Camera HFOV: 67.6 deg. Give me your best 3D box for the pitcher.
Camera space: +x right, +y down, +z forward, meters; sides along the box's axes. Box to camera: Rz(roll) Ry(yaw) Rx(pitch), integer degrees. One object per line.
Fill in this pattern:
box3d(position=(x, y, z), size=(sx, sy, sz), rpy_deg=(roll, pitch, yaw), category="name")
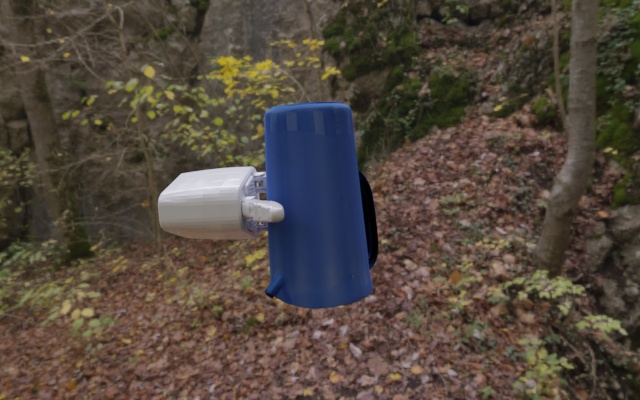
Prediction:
box3d(position=(0.000, 0.002, 0.609), size=(0.145, 0.243, 0.149), rpy_deg=(-3, 7, 5), category="pitcher")
